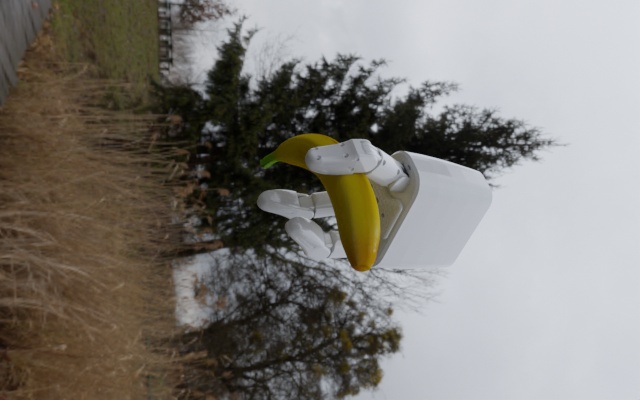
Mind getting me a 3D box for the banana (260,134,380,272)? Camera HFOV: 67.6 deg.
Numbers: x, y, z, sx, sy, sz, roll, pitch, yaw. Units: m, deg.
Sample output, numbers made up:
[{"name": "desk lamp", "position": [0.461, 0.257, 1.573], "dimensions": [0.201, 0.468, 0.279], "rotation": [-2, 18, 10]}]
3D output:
[{"name": "banana", "position": [0.008, -0.016, 0.437], "dimensions": [0.037, 0.069, 0.197], "rotation": [21, 16, -39]}]
